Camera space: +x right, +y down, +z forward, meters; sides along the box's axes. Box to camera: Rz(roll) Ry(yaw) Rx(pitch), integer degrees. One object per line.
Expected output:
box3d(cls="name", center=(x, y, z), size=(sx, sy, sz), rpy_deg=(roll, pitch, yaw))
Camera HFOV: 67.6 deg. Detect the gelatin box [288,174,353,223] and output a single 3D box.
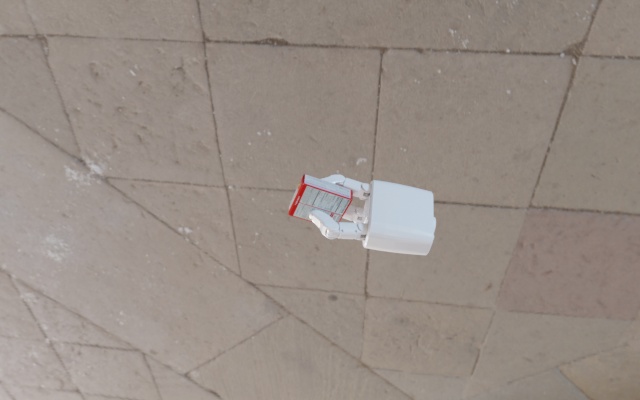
box3d(cls="gelatin box", center=(0.000, 0.003, 0.791), size=(0.089, 0.073, 0.030), rpy_deg=(17, 39, -13))
